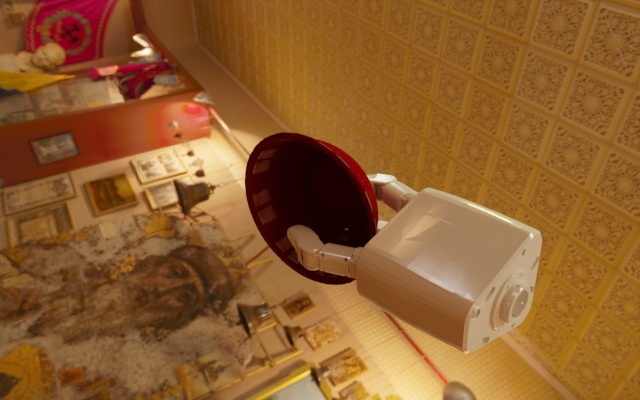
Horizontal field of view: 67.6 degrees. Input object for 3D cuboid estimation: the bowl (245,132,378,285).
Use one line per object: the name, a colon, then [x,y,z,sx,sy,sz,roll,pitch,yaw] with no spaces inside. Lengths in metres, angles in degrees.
bowl: [-0.001,0.001,0.478,0.162,0.162,0.055,0,24,41]
